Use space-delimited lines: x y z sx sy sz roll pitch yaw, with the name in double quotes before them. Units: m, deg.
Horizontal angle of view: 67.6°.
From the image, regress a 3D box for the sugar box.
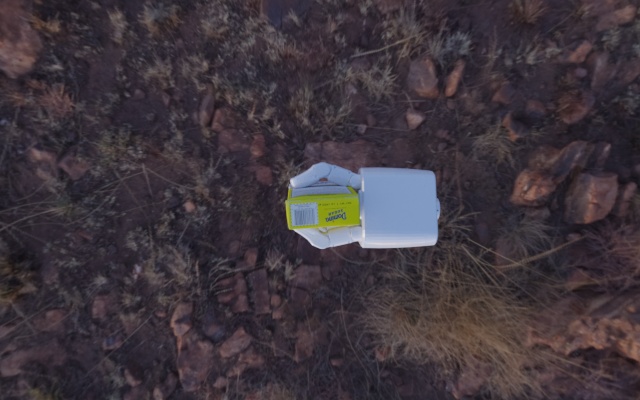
"sugar box" 0.000 0.003 0.679 0.093 0.048 0.176 -3 6 -1
